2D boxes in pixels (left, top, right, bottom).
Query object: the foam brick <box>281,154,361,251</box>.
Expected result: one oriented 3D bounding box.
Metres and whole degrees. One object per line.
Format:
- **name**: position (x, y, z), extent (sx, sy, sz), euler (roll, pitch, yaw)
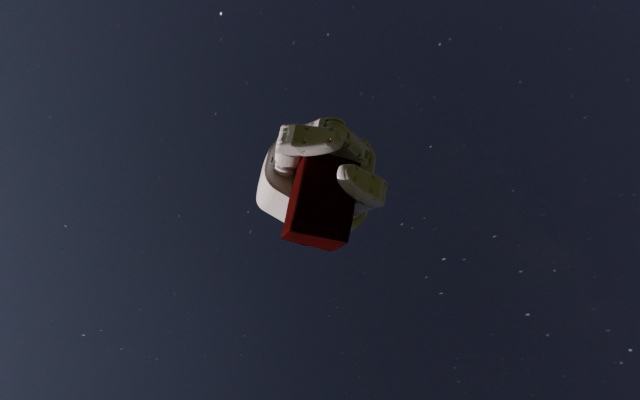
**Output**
- **foam brick**: position (0.000, 0.002, 0.434), extent (0.053, 0.078, 0.051), euler (15, -18, -11)
